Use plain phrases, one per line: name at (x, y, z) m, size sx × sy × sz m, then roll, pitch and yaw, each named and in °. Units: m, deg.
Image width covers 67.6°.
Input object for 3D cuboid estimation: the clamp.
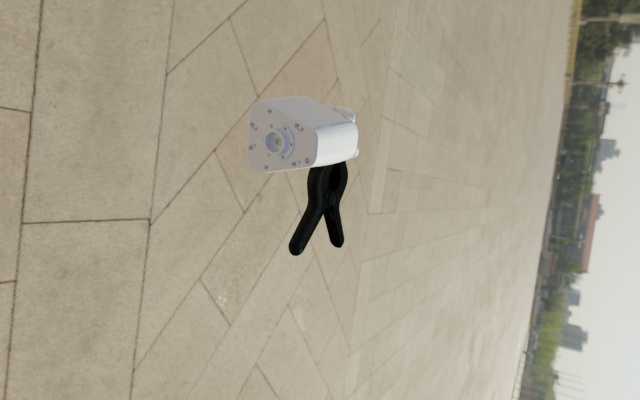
clamp at (0.001, 0.002, 0.703) m, size 0.039 × 0.171 × 0.120 m, roll 11°, pitch 17°, yaw 31°
